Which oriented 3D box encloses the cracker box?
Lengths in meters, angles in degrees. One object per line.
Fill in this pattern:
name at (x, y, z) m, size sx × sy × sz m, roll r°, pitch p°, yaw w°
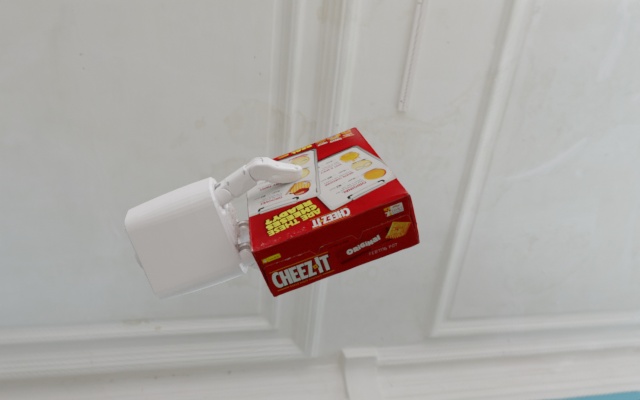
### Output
cracker box at (0.000, 0.002, 0.561) m, size 0.164 × 0.072 × 0.213 m, roll -21°, pitch 29°, yaw -1°
